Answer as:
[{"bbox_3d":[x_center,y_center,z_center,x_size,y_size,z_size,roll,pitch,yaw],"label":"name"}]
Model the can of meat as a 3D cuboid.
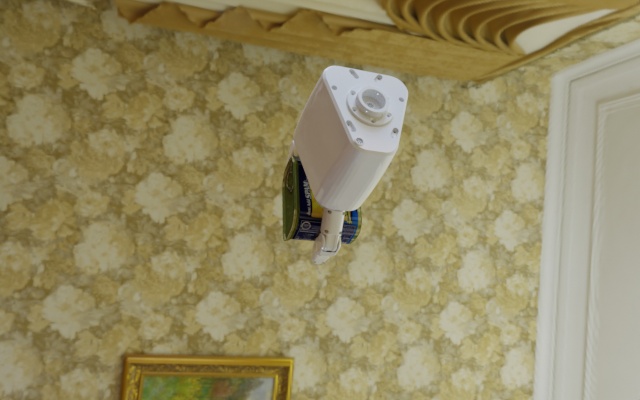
[{"bbox_3d":[0.000,0.002,0.583,0.084,0.102,0.057,6,-34,-15],"label":"can of meat"}]
